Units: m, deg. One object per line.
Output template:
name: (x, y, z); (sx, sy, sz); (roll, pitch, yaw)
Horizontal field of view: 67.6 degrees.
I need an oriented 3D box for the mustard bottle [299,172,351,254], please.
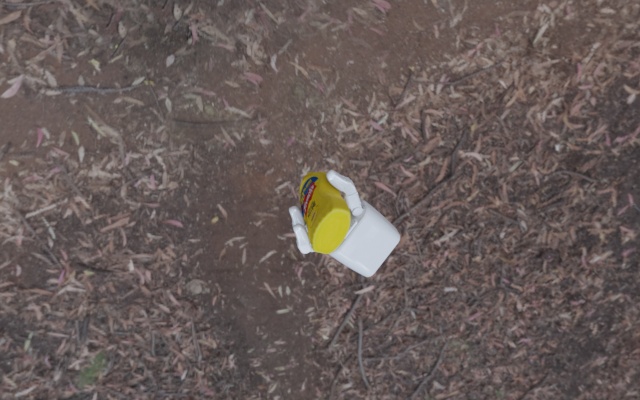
mustard bottle: (0.000, 0.003, 0.866); (0.058, 0.096, 0.191); (12, 29, -20)
